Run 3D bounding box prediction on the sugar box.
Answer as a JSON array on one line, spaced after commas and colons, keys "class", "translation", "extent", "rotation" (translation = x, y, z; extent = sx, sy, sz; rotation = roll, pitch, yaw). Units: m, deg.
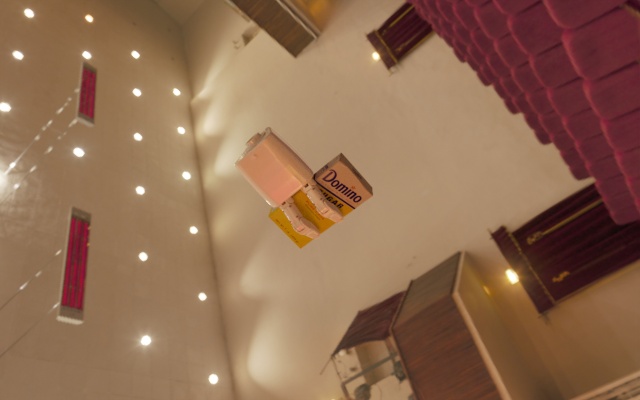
[{"class": "sugar box", "translation": [0.000, 0.003, 0.879], "extent": [0.176, 0.093, 0.048], "rotation": [-37, 18, 21]}]
